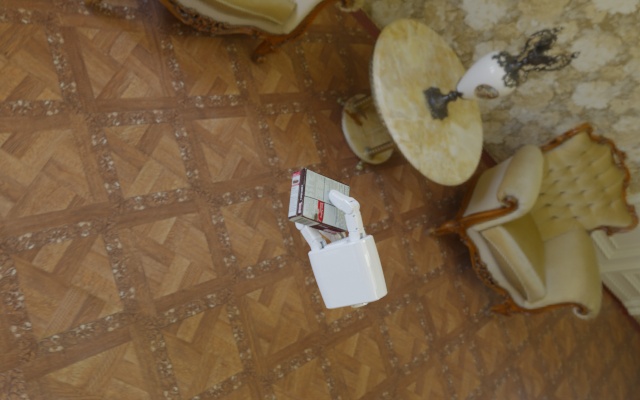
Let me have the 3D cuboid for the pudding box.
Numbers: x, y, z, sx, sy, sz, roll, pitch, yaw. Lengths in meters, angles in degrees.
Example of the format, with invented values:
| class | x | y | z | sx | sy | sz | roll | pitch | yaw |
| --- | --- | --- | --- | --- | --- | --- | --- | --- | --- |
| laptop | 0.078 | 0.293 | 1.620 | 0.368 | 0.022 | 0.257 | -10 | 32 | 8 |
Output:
| class | x | y | z | sx | sy | sz | roll | pitch | yaw |
| --- | --- | --- | --- | --- | --- | --- | --- | --- | --- |
| pudding box | 0.000 | 0.003 | 0.841 | 0.113 | 0.090 | 0.039 | 21 | -25 | -40 |
